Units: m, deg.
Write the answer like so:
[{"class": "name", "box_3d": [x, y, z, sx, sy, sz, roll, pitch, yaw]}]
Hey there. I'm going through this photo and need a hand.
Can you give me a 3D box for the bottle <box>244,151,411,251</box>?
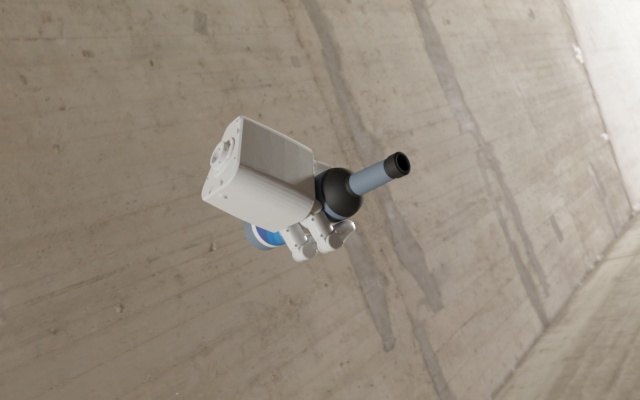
[{"class": "bottle", "box_3d": [0.000, 0.002, 0.626, 0.069, 0.069, 0.296, 0, -17, -39]}]
